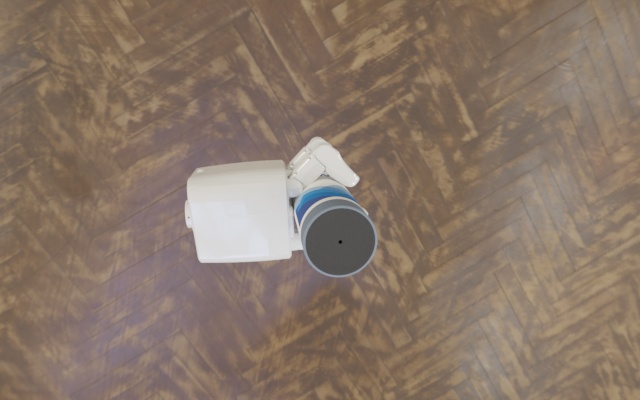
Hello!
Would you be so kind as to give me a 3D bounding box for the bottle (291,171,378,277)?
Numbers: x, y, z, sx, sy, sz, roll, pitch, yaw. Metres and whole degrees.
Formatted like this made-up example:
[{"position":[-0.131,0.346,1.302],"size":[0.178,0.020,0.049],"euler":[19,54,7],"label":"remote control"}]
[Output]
[{"position":[0.000,0.002,0.558],"size":[0.069,0.069,0.295],"euler":[0,14,-7],"label":"bottle"}]
